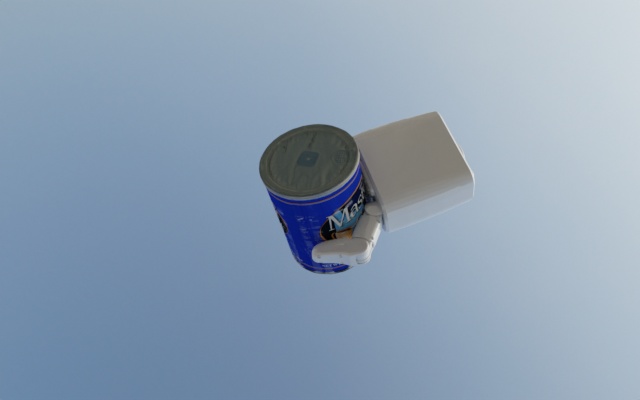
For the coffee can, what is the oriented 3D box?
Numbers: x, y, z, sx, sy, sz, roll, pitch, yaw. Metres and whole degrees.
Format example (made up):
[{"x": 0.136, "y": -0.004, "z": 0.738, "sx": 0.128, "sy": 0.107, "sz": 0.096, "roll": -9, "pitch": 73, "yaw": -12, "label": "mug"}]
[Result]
[{"x": 0.000, "y": 0.002, "z": 0.530, "sx": 0.103, "sy": 0.102, "sz": 0.140, "roll": 0, "pitch": -40, "yaw": 14, "label": "coffee can"}]
